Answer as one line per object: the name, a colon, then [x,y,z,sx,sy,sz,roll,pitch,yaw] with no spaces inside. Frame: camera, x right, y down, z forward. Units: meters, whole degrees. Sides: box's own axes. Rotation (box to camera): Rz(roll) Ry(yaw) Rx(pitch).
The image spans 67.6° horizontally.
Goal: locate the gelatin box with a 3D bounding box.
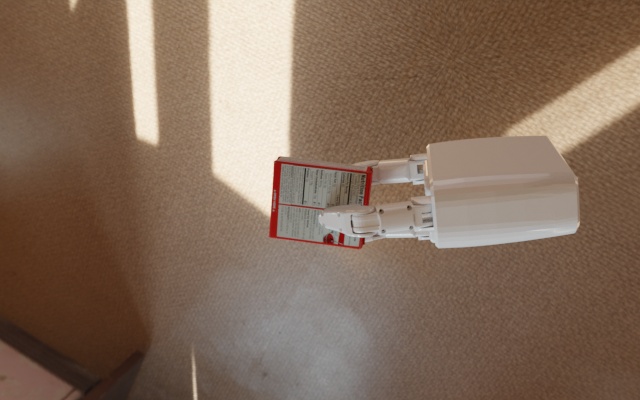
gelatin box: [0.000,0.002,0.436,0.089,0.073,0.030,7,16,6]
